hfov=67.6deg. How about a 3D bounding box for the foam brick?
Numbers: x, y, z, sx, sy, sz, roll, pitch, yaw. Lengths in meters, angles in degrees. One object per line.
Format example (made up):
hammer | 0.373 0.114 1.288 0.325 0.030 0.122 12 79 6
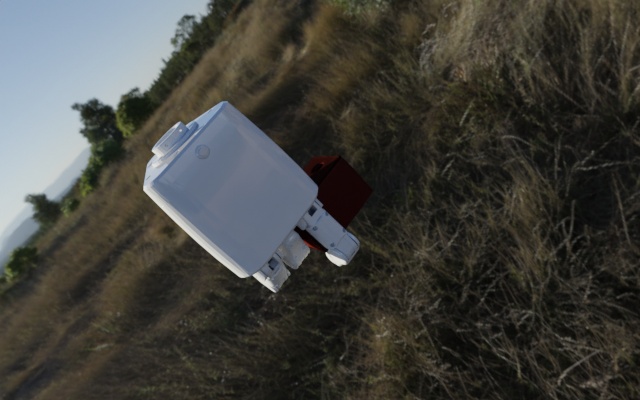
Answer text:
foam brick | 0.000 0.001 0.452 0.051 0.078 0.053 45 -18 -23
